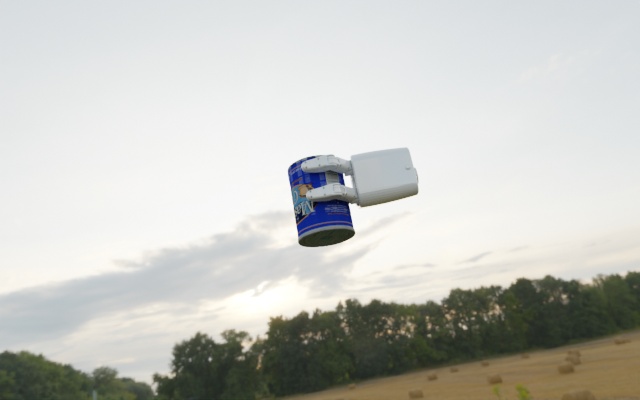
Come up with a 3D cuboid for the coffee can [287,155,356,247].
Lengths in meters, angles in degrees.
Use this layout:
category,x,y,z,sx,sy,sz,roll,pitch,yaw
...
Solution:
category,x,y,z,sx,sy,sz,roll,pitch,yaw
coffee can,0.000,0.003,0.862,0.103,0.140,0.103,-9,-20,-3
